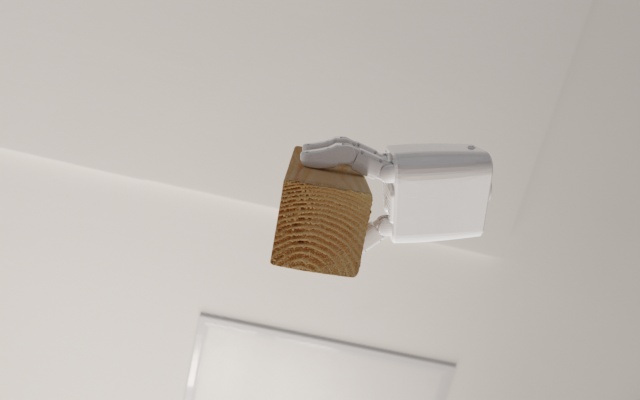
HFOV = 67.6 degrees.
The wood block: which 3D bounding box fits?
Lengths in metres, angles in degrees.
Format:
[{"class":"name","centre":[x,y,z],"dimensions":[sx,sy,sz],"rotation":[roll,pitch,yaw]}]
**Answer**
[{"class":"wood block","centre":[0.000,0.002,0.560],"dimensions":[0.090,0.091,0.206],"rotation":[9,15,-2]}]
